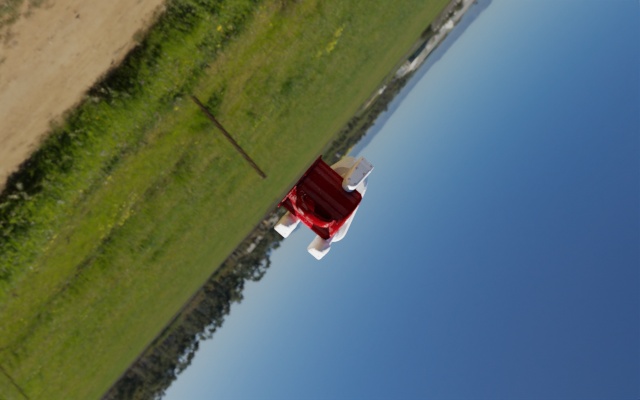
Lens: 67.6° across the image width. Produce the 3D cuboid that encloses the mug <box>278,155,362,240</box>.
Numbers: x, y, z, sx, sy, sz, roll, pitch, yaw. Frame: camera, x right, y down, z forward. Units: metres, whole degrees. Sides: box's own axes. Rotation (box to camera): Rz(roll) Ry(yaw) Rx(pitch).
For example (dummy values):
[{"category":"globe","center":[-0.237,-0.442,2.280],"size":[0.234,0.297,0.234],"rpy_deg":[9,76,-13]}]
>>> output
[{"category":"mug","center":[0.000,0.003,0.636],"size":[0.081,0.093,0.117],"rpy_deg":[40,18,-2]}]
